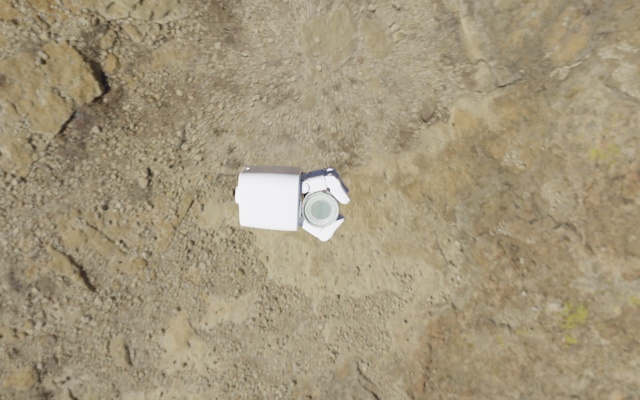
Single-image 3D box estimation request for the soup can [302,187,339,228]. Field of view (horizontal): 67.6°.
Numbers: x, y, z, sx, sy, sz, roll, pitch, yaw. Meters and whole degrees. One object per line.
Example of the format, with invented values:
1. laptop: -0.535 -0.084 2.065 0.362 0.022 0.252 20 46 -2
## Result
1. soup can: 0.001 0.003 0.877 0.068 0.068 0.102 0 16 0
